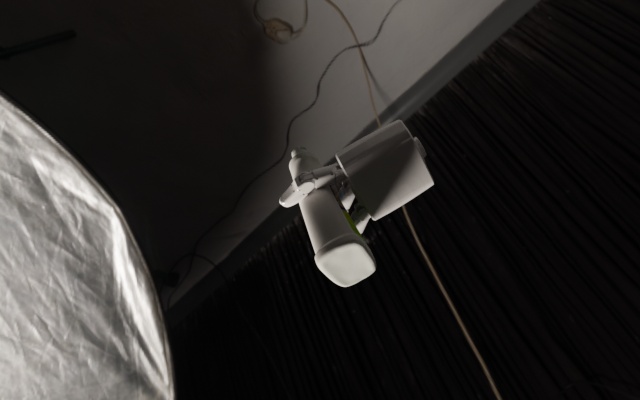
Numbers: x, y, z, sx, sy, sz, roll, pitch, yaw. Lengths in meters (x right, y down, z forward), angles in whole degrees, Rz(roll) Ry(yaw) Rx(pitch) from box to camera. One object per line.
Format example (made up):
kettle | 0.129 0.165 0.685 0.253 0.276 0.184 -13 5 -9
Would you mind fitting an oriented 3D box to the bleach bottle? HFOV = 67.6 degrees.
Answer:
bleach bottle | 0.000 0.002 0.713 0.068 0.250 0.103 -30 -41 7
